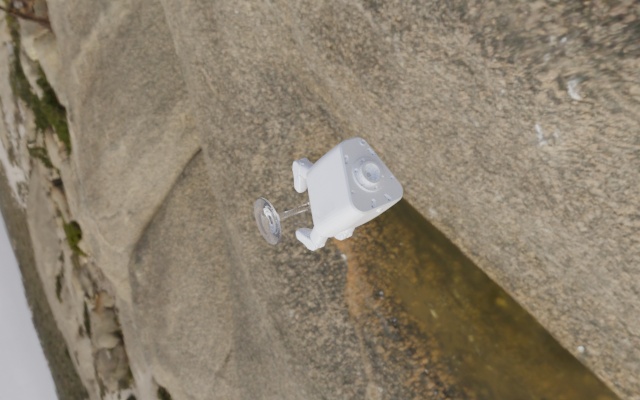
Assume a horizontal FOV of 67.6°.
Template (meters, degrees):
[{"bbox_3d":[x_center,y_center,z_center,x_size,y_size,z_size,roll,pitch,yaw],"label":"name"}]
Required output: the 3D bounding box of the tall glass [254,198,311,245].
[{"bbox_3d":[-0.001,0.003,0.763,0.201,0.079,0.079,-20,11,-32],"label":"tall glass"}]
